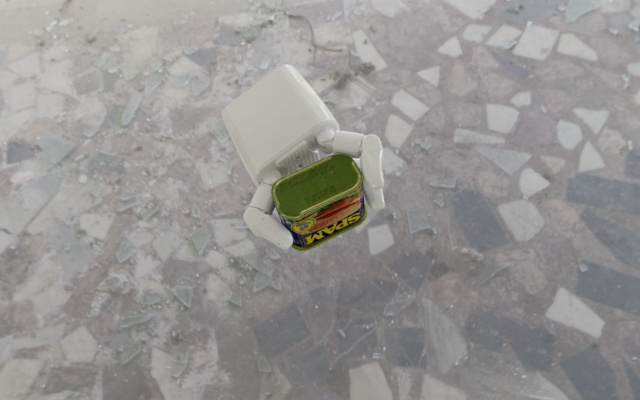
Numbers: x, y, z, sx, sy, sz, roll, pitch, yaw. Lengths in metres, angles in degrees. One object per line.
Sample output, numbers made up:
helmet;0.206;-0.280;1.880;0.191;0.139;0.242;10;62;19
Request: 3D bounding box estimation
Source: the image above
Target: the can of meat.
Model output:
can of meat;0.000;0.002;0.528;0.102;0.057;0.084;-26;-27;-7
